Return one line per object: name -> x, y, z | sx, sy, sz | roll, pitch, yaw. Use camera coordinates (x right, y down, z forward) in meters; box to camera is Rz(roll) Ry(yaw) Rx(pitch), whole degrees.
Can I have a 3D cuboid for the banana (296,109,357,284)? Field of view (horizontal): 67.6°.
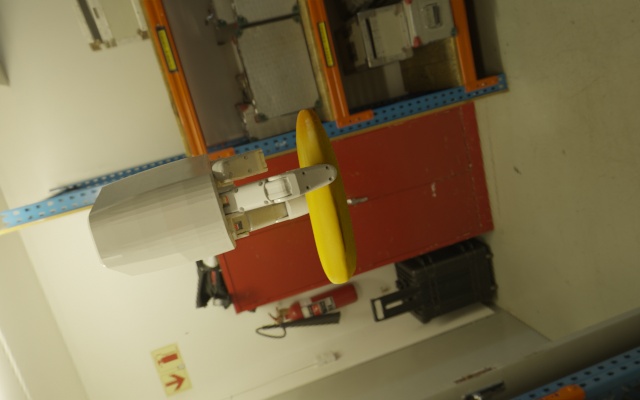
banana -> 0.006, 0.013, 0.464 | 0.037, 0.198, 0.069 | -17, 30, -10
